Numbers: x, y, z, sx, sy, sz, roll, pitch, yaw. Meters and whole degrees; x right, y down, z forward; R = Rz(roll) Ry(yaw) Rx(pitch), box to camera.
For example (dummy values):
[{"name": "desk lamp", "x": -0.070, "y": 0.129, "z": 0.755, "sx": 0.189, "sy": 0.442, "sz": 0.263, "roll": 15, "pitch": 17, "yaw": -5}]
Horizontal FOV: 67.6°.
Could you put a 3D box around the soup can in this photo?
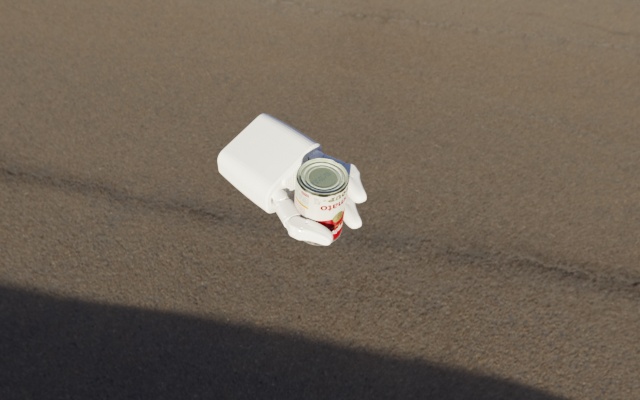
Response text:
[{"name": "soup can", "x": 0.000, "y": 0.002, "z": 0.631, "sx": 0.068, "sy": 0.068, "sz": 0.102, "roll": 0, "pitch": -42, "yaw": -5}]
